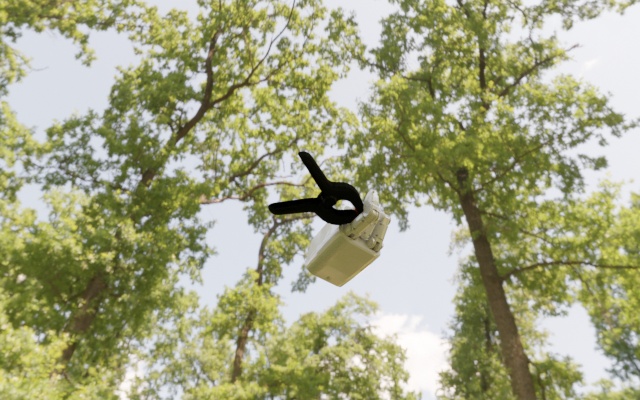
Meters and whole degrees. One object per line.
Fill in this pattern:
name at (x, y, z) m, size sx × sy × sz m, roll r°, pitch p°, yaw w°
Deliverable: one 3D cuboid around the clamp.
clamp at (0.000, 0.002, 0.807) m, size 0.171 × 0.120 × 0.039 m, roll 32°, pitch 25°, yaw -24°
